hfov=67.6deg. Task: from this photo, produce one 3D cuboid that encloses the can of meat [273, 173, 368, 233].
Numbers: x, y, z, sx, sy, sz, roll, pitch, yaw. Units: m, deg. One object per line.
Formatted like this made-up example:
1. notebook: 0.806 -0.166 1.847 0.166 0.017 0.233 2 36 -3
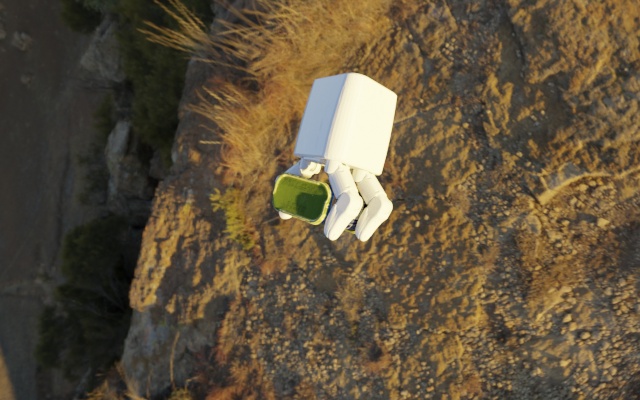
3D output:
1. can of meat: 0.000 0.002 0.614 0.102 0.057 0.084 17 2 43
